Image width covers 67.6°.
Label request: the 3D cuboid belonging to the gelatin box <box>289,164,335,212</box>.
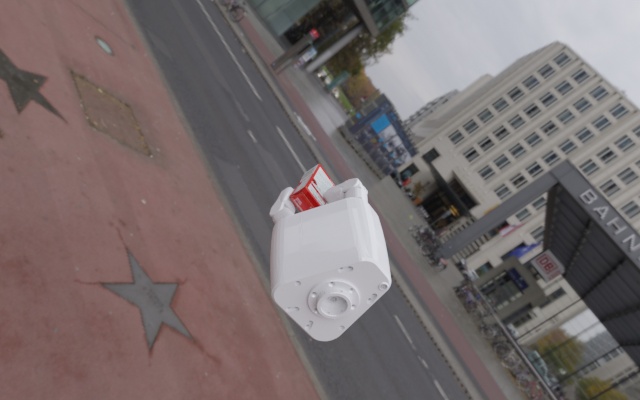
[{"bbox_3d":[0.001,0.002,0.619,0.030,0.073,0.089,-31,14,22],"label":"gelatin box"}]
